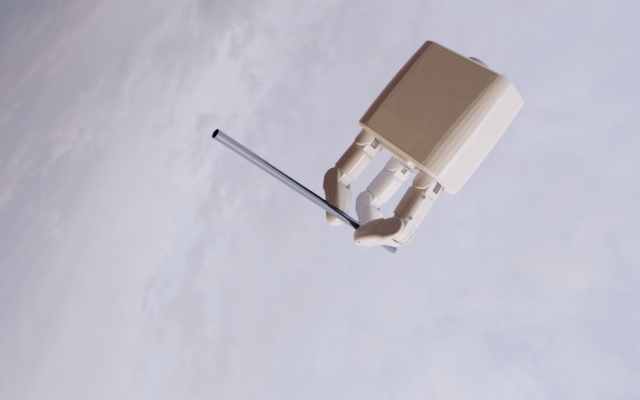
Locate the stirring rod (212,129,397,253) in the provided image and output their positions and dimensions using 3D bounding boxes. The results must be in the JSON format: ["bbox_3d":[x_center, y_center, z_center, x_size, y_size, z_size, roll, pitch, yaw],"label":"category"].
[{"bbox_3d":[0.000,0.001,0.428,0.011,0.011,0.240,0,-25,45],"label":"stirring rod"}]
